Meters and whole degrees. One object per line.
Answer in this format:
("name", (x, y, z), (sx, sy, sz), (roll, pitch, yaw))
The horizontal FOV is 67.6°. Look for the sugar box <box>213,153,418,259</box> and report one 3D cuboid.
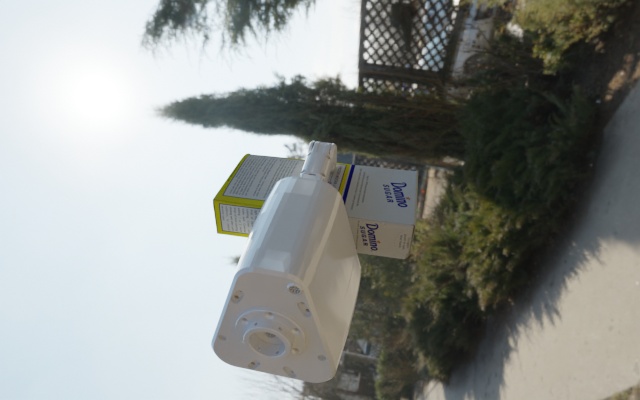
("sugar box", (0.000, 0.002, 0.449), (0.176, 0.048, 0.093), (9, 35, 8))
